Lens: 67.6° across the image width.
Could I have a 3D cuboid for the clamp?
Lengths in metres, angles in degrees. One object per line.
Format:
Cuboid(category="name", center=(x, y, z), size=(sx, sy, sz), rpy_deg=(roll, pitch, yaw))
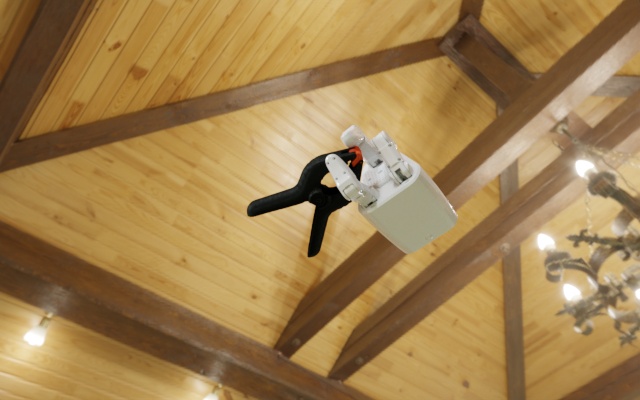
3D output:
Cuboid(category="clamp", center=(0.000, 0.002, 0.638), size=(0.171, 0.120, 0.039), rpy_deg=(-36, 31, 18))
